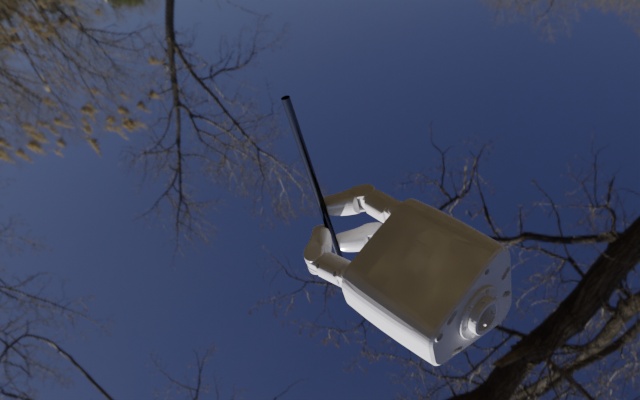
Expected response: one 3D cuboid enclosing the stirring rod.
[{"bbox_3d":[0.000,0.002,0.491,0.011,0.240,0.011,-12,37,9],"label":"stirring rod"}]
